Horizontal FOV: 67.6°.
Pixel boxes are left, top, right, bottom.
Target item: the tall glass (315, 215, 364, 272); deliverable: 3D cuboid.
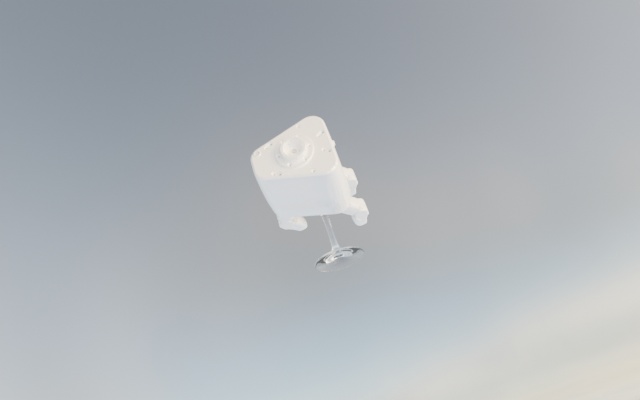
[{"bbox_3d":[0.000,0.003,0.734,0.079,0.201,0.079,-14,-29,-8],"label":"tall glass"}]
